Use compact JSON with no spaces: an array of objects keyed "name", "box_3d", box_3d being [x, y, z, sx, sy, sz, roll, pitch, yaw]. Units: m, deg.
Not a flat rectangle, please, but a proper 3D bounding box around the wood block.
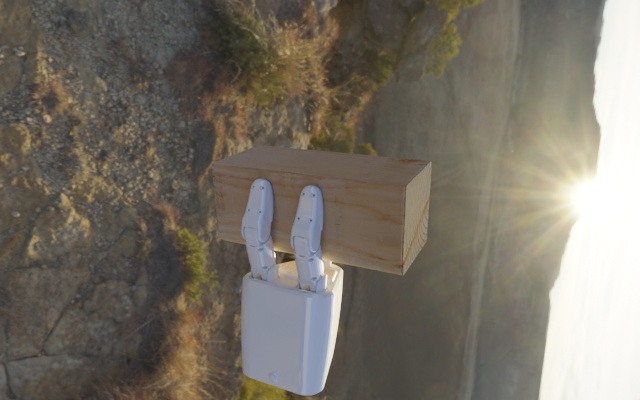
[{"name":"wood block","box_3d":[0.000,0.002,0.497,0.206,0.090,0.090,8,21,25]}]
